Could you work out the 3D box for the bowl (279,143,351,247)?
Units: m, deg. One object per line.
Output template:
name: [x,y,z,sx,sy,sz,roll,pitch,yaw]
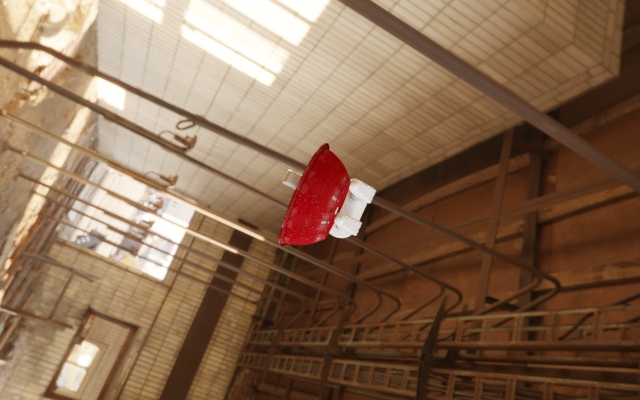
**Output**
bowl: [0.000,0.003,0.679,0.055,0.162,0.162,24,3,8]
